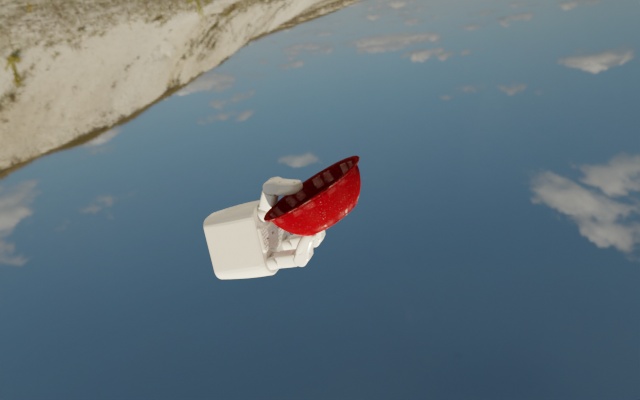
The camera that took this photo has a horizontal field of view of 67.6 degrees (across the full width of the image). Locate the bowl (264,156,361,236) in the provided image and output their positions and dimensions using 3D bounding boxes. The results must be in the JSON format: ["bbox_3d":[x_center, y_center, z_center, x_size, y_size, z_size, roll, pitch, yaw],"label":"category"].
[{"bbox_3d":[0.001,0.002,0.680,0.162,0.055,0.162,-33,11,7],"label":"bowl"}]
